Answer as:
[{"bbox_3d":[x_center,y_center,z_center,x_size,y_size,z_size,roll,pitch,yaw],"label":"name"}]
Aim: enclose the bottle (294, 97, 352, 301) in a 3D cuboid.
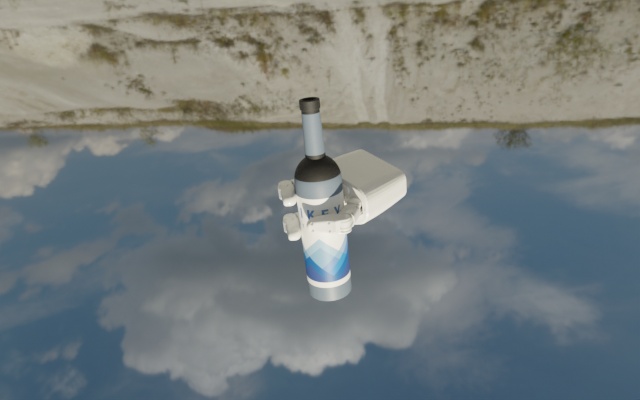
[{"bbox_3d":[0.000,0.002,0.679,0.069,0.296,0.069,-5,24,2],"label":"bottle"}]
